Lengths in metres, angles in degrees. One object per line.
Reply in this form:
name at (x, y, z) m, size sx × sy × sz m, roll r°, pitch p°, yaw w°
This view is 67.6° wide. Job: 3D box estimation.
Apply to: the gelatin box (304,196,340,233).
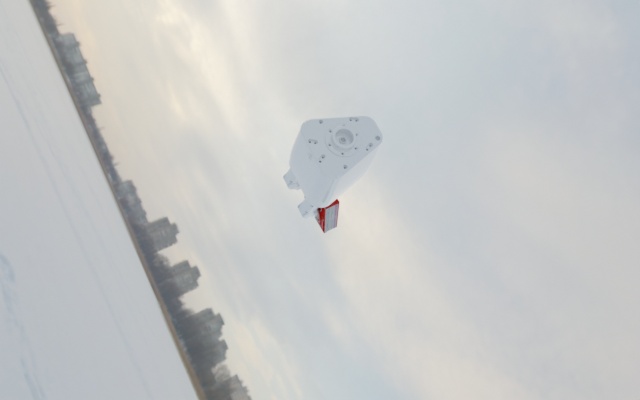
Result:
gelatin box at (0.001, 0.003, 0.804) m, size 0.030 × 0.073 × 0.089 m, roll -25°, pitch -27°, yaw -14°
